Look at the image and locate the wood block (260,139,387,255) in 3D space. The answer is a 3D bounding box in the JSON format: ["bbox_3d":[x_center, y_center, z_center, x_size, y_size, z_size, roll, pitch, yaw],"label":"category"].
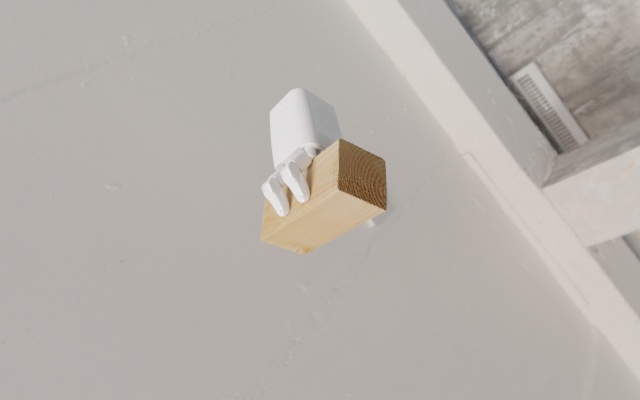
[{"bbox_3d":[0.000,0.002,0.744,0.091,0.090,0.206,21,-35,-29],"label":"wood block"}]
